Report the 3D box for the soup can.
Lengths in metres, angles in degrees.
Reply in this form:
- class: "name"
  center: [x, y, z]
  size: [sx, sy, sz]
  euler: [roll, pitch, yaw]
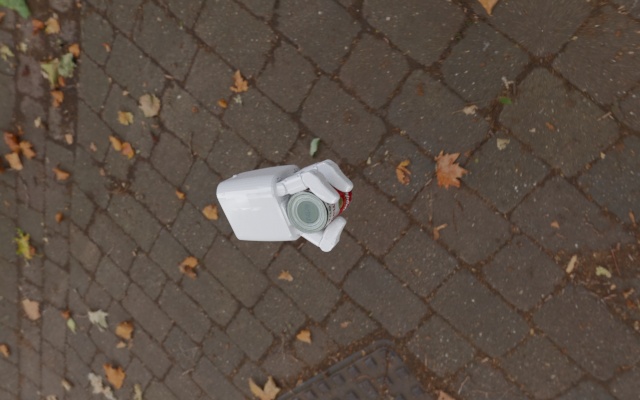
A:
- class: "soup can"
  center: [0.000, 0.003, 0.733]
  size: [0.068, 0.068, 0.102]
  euler: [0, 18, 25]
